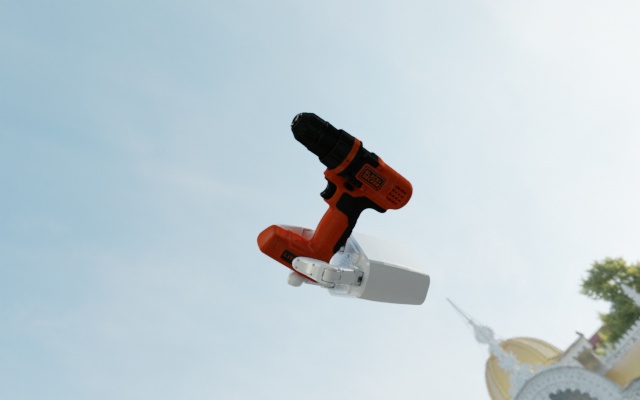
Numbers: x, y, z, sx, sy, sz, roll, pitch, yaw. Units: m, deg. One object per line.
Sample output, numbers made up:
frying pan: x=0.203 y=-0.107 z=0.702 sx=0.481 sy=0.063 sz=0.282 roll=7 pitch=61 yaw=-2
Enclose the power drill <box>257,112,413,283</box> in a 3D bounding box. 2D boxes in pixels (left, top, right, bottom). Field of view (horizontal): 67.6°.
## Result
power drill: x=0.000 y=0.002 z=0.616 sx=0.184 sy=0.188 sz=0.057 roll=34 pitch=16 yaw=-17
